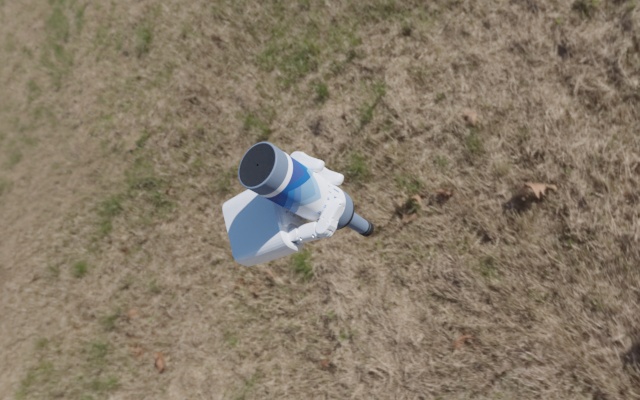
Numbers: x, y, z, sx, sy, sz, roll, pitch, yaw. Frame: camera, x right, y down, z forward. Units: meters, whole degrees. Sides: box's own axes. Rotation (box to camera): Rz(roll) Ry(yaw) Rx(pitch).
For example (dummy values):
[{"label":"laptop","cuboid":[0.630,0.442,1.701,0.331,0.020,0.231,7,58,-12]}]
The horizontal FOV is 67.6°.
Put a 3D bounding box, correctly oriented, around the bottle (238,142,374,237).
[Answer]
[{"label":"bottle","cuboid":[0.000,0.002,0.730,0.069,0.069,0.296,0,-19,36]}]
